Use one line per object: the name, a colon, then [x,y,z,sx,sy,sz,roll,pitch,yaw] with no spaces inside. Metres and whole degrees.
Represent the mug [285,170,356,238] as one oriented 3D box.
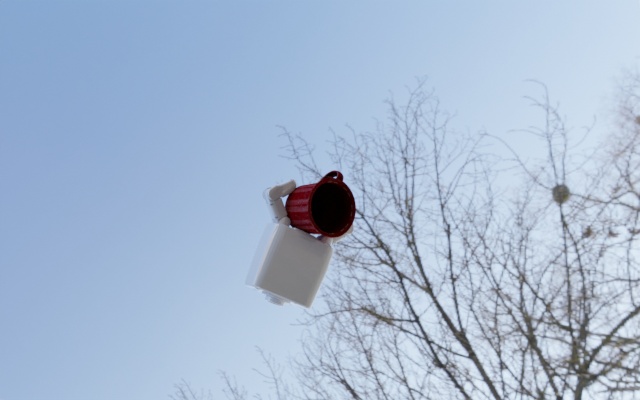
mug: [0.000,0.001,0.769,0.093,0.117,0.081,33,-21,-30]
